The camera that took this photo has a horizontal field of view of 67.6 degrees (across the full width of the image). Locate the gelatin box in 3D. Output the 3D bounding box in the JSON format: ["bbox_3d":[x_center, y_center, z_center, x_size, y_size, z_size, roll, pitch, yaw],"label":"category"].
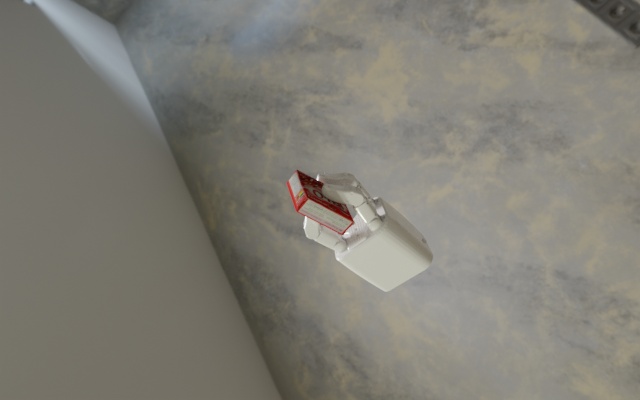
[{"bbox_3d":[0.000,0.002,0.679,0.089,0.030,0.073,28,23,-31],"label":"gelatin box"}]
